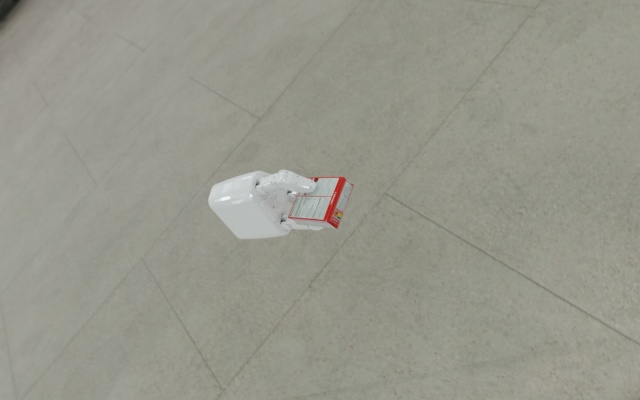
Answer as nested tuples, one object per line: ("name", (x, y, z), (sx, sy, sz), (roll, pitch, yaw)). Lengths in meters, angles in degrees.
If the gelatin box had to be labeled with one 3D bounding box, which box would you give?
("gelatin box", (0.000, 0.002, 0.722), (0.089, 0.073, 0.030), (2, -27, 47))
